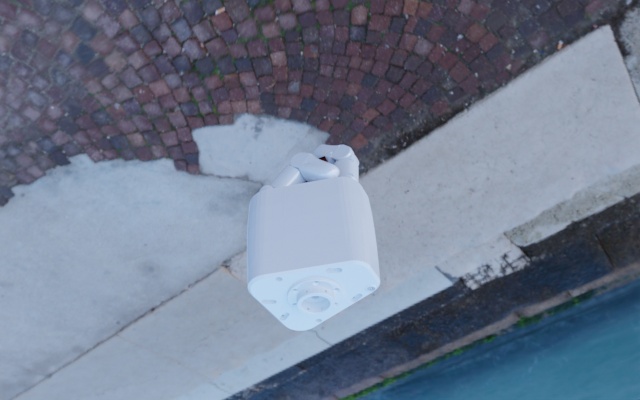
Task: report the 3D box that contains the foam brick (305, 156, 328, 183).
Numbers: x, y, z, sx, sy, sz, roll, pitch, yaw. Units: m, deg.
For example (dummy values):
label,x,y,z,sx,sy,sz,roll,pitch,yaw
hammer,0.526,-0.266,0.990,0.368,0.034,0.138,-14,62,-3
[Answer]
label,x,y,z,sx,sy,sz,roll,pitch,yaw
foam brick,0.000,0.002,0.526,0.053,0.051,0.078,-22,-49,17
